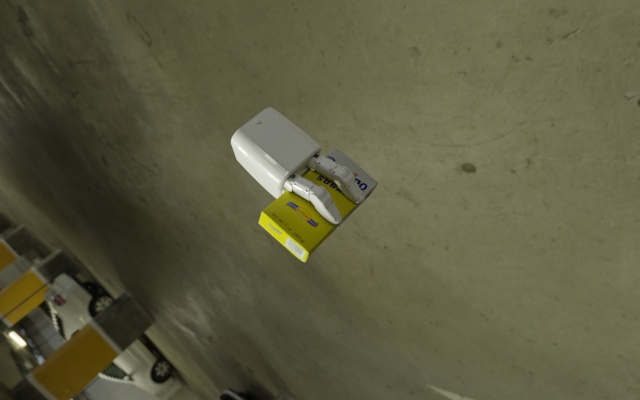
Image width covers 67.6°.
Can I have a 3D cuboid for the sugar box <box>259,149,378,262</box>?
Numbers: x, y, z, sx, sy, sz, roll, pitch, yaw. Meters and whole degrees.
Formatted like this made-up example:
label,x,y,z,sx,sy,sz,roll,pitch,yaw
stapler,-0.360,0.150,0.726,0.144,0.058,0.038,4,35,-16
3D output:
label,x,y,z,sx,sy,sz,roll,pitch,yaw
sugar box,0.000,0.002,0.732,0.176,0.093,0.048,-44,-10,-29
